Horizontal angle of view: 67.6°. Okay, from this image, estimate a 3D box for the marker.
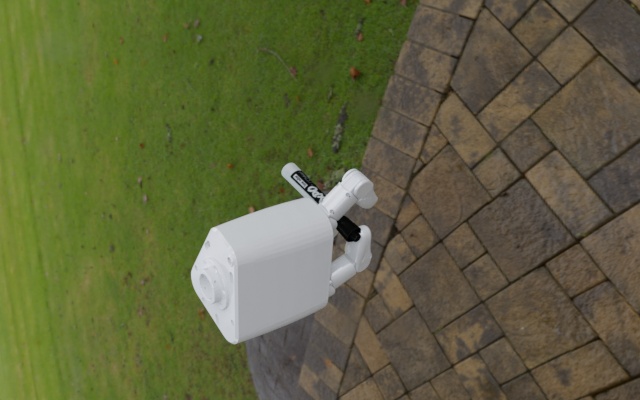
[{"bbox_3d":[0.000,0.002,0.496,0.020,0.020,0.121,0,37,-48],"label":"marker"}]
